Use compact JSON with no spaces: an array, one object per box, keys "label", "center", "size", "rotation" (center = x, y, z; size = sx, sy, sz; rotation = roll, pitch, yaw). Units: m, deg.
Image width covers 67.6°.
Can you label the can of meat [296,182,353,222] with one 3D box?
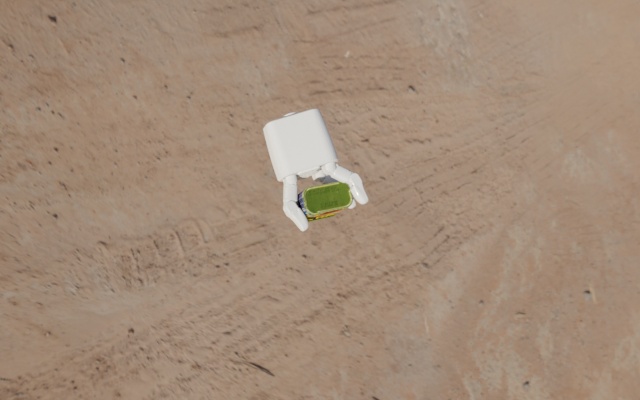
[{"label":"can of meat","center":[0.000,0.003,0.899],"size":[0.102,0.057,0.084],"rotation":[-11,-8,-23]}]
